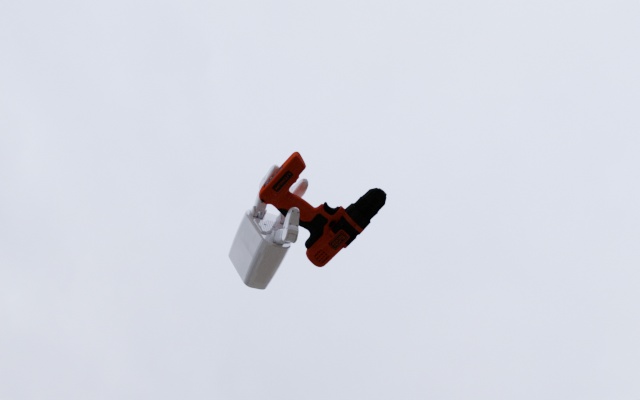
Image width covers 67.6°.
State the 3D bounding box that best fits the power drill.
[{"bbox_3d":[0.000,0.003,0.844,0.188,0.184,0.057,43,5,-12],"label":"power drill"}]
